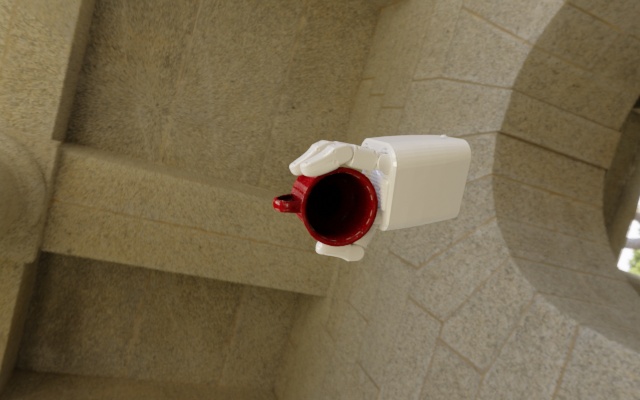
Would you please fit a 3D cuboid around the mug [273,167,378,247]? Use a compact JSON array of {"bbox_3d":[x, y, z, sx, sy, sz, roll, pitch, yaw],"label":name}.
[{"bbox_3d":[-0.001,0.002,0.579,0.117,0.093,0.081,-6,12,-16],"label":"mug"}]
